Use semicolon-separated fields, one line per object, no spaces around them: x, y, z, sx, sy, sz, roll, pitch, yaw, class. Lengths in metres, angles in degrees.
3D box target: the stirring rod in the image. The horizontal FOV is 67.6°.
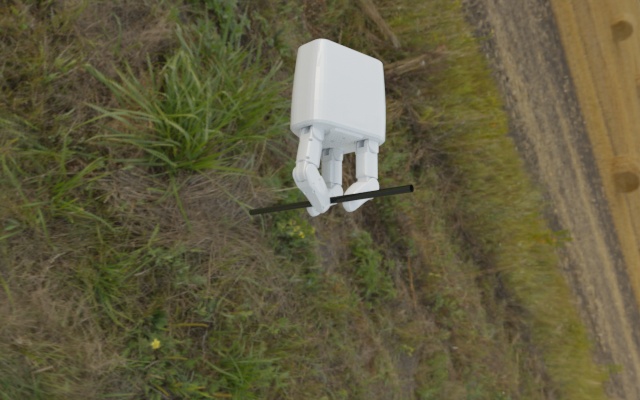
0.000;0.002;0.557;0.239;0.011;0.011;-9;-6;39;stirring rod
